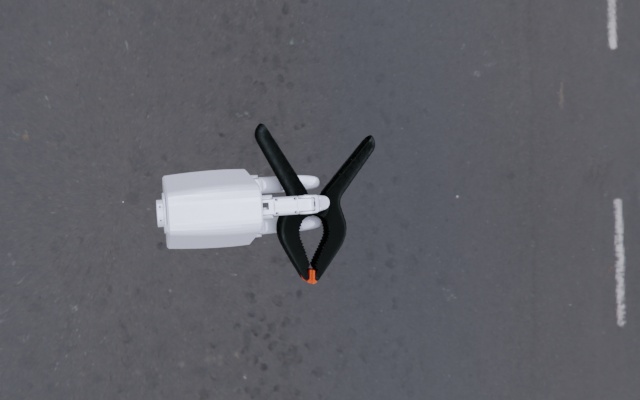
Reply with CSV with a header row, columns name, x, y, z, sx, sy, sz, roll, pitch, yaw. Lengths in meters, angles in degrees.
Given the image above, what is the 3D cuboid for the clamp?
name,x,y,z,sx,sy,sz,roll,pitch,yaw
clamp,0.000,0.003,0.632,0.164,0.210,0.036,-4,1,-17
